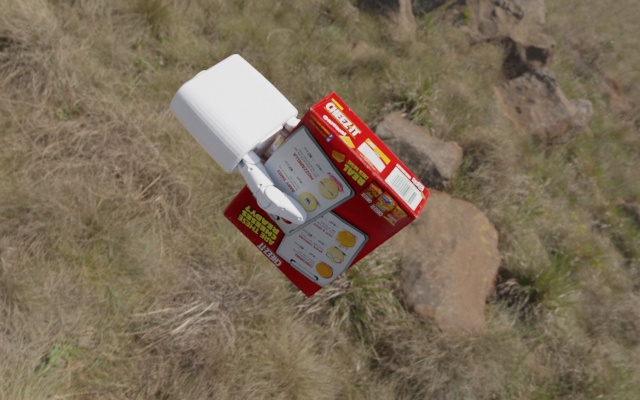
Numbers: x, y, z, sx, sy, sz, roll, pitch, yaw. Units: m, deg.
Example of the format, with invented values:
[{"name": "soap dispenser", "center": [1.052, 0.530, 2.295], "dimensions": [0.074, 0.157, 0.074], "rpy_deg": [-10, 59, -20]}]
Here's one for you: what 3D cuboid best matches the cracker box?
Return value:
[{"name": "cracker box", "center": [0.000, 0.002, 0.587], "dimensions": [0.214, 0.164, 0.072], "rpy_deg": [-44, 2, 40]}]
